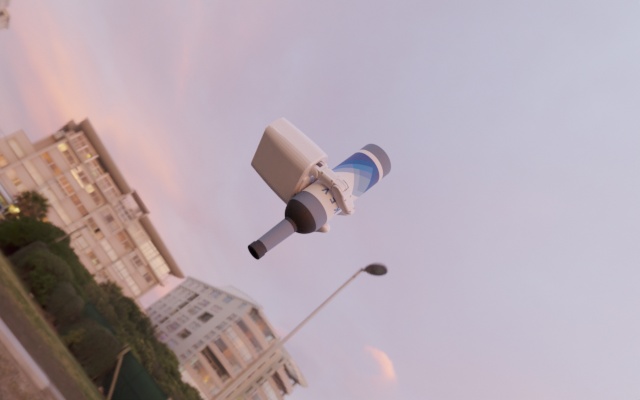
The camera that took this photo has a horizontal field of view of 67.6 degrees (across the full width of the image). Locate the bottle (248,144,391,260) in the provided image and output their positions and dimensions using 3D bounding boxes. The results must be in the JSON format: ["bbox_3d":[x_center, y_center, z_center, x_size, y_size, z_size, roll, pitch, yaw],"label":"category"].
[{"bbox_3d":[0.000,0.003,0.798,0.295,0.069,0.069,-37,20,-29],"label":"bottle"}]
